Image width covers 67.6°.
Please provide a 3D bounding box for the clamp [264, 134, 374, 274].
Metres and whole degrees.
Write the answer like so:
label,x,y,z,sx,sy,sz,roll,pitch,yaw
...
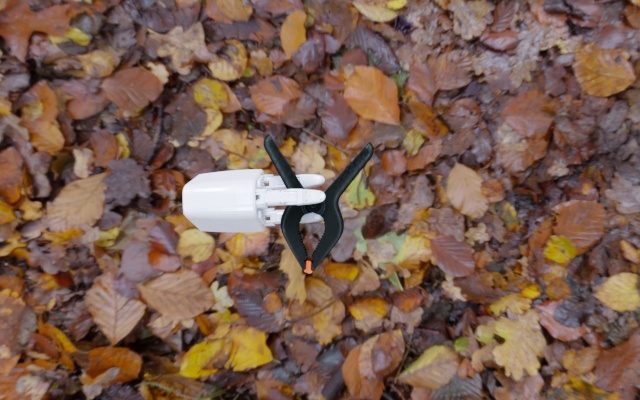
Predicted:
label,x,y,z,sx,sy,sz,roll,pitch,yaw
clamp,0.000,0.003,0.715,0.164,0.210,0.036,-2,0,2
